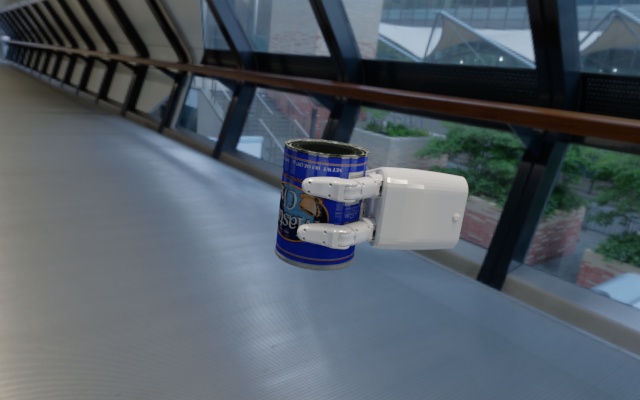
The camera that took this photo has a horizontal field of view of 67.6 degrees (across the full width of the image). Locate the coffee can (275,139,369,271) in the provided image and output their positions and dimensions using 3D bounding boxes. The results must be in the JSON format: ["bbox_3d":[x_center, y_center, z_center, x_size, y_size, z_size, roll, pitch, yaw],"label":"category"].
[{"bbox_3d":[0.000,0.002,0.592,0.103,0.140,0.102,6,16,-2],"label":"coffee can"}]
